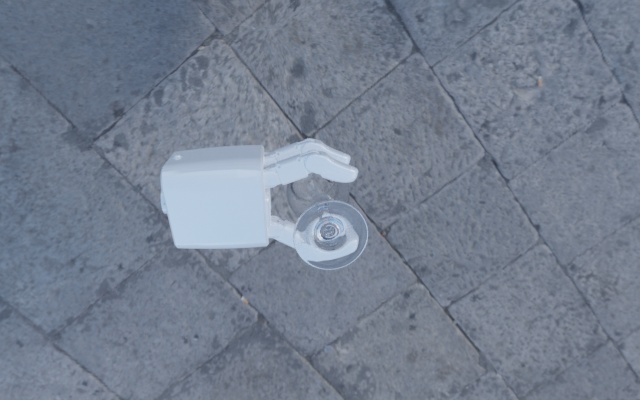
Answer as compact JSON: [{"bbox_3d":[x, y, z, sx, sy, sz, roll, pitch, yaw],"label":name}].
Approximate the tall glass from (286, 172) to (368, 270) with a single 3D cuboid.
[{"bbox_3d":[0.000,0.002,0.559,0.079,0.079,0.201,0,20,-6],"label":"tall glass"}]
